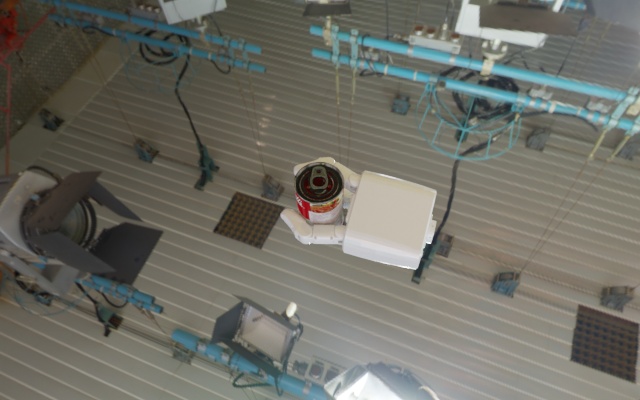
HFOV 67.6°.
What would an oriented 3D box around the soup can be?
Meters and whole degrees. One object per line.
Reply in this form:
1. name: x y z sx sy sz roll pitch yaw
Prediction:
1. soup can: 0.000 0.002 0.679 0.068 0.068 0.102 0 -32 3
